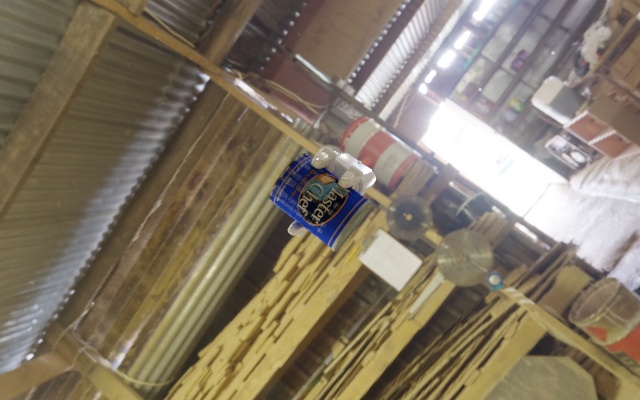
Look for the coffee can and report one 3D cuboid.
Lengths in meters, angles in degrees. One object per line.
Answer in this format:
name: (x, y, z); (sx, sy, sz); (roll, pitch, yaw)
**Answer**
coffee can: (0.000, 0.003, 0.799); (0.140, 0.103, 0.103); (37, 8, 10)
